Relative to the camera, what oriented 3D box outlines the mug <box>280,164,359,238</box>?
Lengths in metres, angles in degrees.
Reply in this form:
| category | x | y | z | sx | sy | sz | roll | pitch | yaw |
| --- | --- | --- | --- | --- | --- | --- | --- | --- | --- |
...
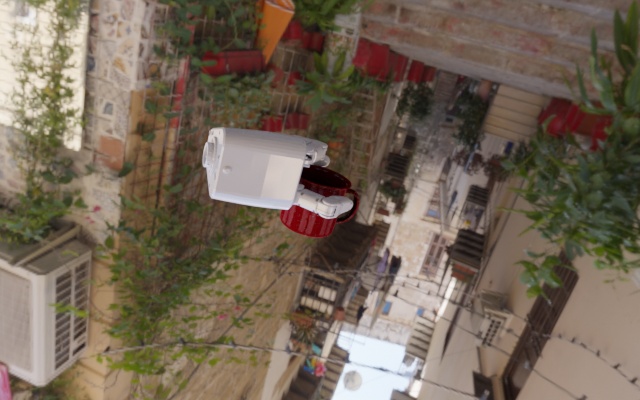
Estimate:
| category | x | y | z | sx | sy | sz | roll | pitch | yaw |
| --- | --- | --- | --- | --- | --- | --- | --- | --- | --- |
| mug | 0.001 | 0.003 | 0.696 | 0.117 | 0.081 | 0.093 | 9 | 21 | -22 |
